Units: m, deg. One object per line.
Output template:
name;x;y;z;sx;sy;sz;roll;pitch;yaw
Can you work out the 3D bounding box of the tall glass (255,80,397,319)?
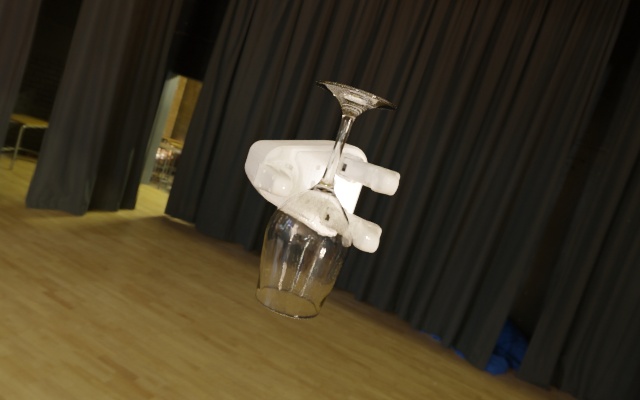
tall glass;0.000;0.001;0.428;0.079;0.201;0.079;18;7;-2
